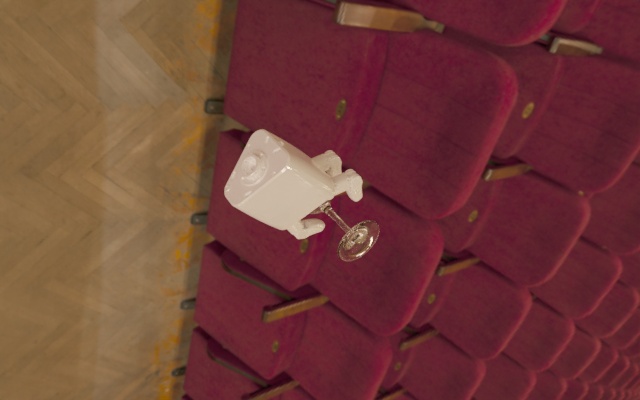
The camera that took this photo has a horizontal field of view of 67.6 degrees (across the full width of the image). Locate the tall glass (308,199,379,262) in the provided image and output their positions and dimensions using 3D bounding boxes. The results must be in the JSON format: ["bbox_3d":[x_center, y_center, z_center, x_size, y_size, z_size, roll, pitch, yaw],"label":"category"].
[{"bbox_3d":[0.001,0.003,0.743,0.079,0.079,0.201,0,34,-42],"label":"tall glass"}]
